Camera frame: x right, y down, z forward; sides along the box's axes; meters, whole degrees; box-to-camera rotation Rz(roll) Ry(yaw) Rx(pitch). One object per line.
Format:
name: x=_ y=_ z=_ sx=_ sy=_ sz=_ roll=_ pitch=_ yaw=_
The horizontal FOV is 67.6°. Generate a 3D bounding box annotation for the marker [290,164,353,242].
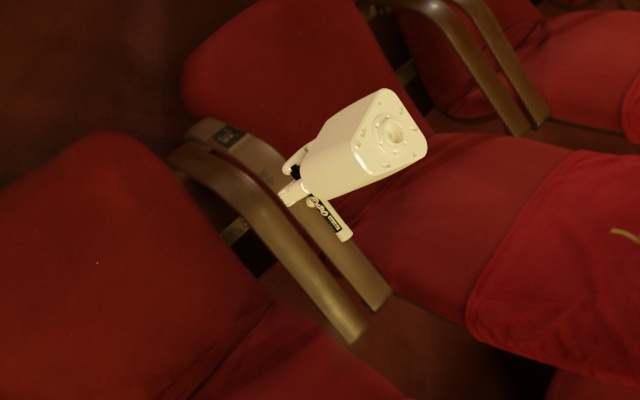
marker: x=0.000 y=0.002 z=0.628 sx=0.020 sy=0.121 sz=0.020 roll=-36 pitch=10 yaw=7
